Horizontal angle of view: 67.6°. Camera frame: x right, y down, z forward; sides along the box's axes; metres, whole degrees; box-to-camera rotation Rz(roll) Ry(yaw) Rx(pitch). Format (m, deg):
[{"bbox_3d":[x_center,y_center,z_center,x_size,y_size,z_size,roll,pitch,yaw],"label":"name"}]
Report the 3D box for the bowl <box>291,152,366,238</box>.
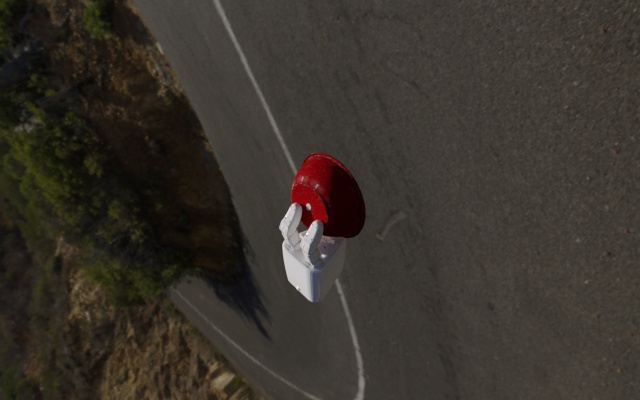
[{"bbox_3d":[0.000,0.002,0.811,0.055,0.162,0.162,-29,17,-34],"label":"bowl"}]
